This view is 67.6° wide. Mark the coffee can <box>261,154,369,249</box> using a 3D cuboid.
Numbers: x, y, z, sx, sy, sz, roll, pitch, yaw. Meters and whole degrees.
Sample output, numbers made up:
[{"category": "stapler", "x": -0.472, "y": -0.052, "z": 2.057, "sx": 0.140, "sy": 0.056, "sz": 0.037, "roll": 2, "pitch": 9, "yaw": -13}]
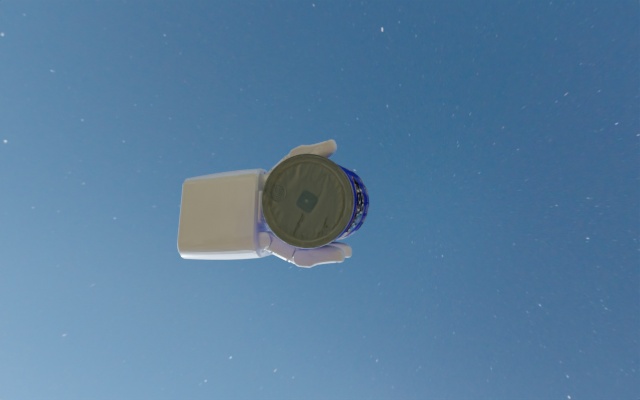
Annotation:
[{"category": "coffee can", "x": 0.000, "y": 0.002, "z": 0.579, "sx": 0.103, "sy": 0.103, "sz": 0.140, "roll": 0, "pitch": -1, "yaw": 13}]
